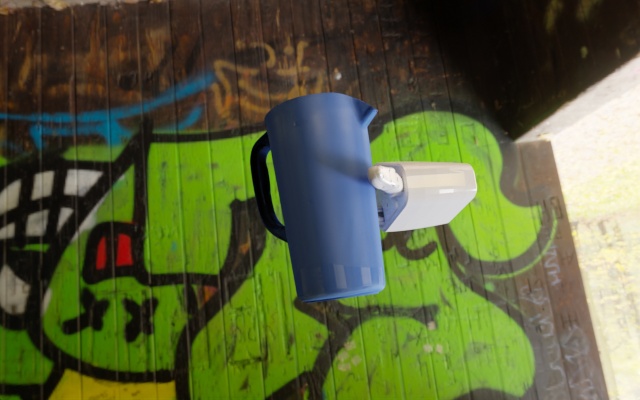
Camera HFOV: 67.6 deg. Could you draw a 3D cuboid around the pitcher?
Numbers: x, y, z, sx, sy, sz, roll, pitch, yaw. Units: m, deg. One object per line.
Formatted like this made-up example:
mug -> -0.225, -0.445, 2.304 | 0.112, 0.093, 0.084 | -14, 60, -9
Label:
pitcher -> 0.000, 0.002, 0.603 | 0.145, 0.242, 0.149 | -4, -12, -18
